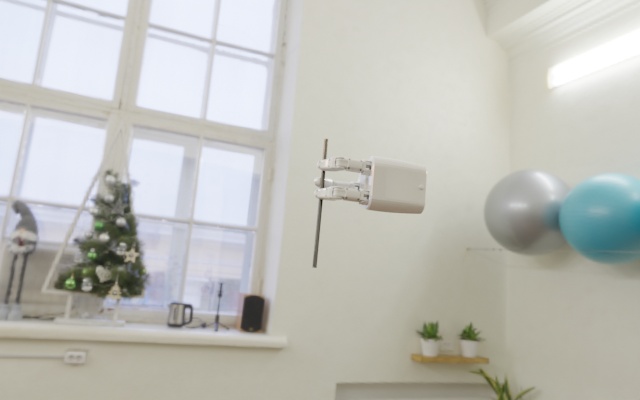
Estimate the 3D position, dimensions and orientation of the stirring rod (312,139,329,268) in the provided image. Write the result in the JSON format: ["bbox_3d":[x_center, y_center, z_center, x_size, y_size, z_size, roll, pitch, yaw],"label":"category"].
[{"bbox_3d":[0.000,0.003,0.878,0.011,0.239,0.011,5,-10,1],"label":"stirring rod"}]
